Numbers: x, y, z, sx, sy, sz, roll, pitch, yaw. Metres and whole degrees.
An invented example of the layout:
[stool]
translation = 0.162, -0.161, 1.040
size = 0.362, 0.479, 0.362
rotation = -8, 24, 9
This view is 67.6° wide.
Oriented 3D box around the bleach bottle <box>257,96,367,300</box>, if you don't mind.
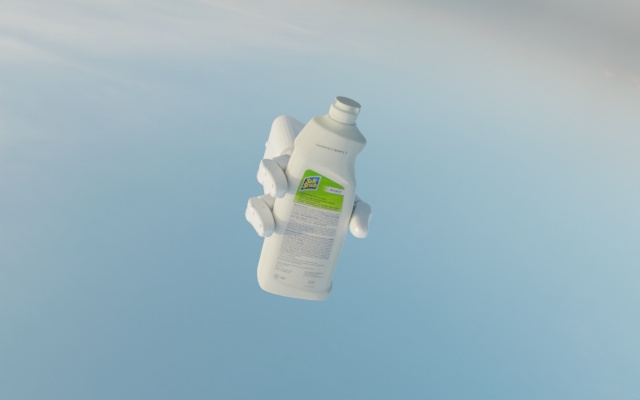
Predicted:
[bleach bottle]
translation = 0.000, 0.002, 0.564
size = 0.102, 0.251, 0.068
rotation = 11, 29, -16
